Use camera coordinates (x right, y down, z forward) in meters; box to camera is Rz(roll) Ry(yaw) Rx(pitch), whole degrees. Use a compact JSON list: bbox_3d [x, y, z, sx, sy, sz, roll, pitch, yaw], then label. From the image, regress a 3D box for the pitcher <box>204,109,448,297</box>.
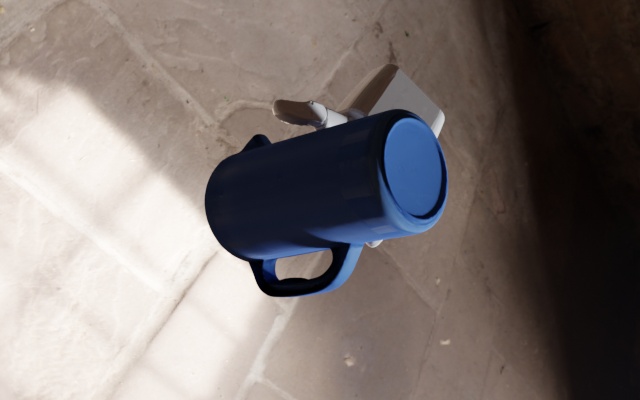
[{"bbox_3d":[0.000,0.001,0.483,0.243,0.149,0.145,-12,32,47],"label":"pitcher"}]
